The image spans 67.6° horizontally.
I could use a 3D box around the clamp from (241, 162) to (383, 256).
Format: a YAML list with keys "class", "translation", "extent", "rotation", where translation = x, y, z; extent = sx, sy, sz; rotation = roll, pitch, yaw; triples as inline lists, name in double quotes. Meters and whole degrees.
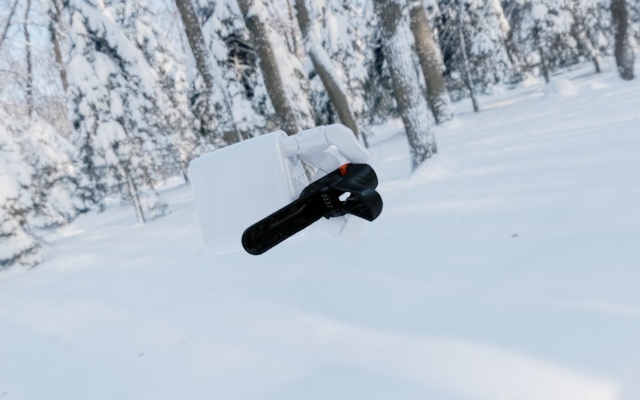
- class: "clamp"
  translation: [0.000, 0.001, 0.433]
  extent: [0.120, 0.039, 0.171]
  rotation: [-14, 10, 12]
